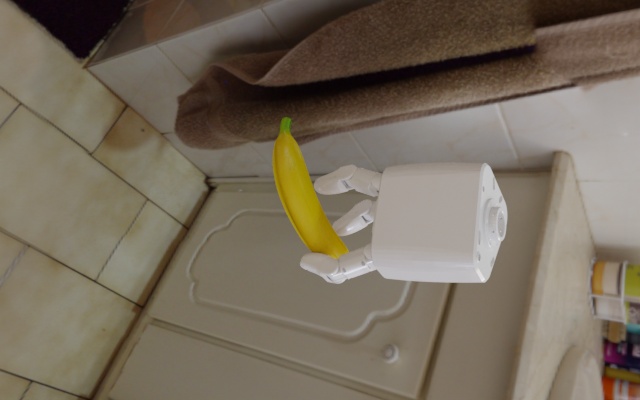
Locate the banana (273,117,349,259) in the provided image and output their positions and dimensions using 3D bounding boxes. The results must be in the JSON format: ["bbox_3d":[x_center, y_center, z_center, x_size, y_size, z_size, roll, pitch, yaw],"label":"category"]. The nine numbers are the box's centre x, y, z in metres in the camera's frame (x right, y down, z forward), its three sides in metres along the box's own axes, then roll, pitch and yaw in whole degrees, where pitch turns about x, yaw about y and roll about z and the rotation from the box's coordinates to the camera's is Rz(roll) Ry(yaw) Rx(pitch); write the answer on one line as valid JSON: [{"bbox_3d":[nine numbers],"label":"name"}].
[{"bbox_3d":[-0.010,0.008,0.533,0.037,0.198,0.069,-6,26,35],"label":"banana"}]
